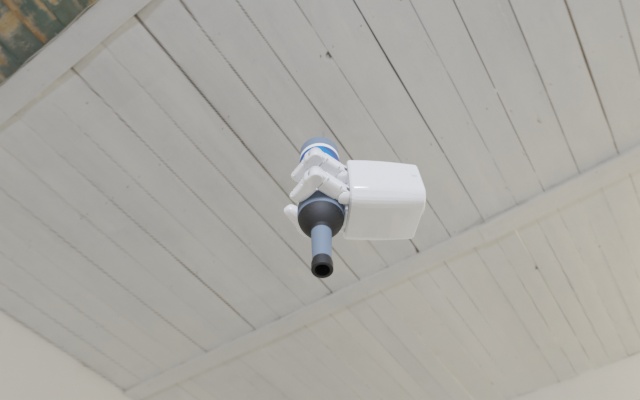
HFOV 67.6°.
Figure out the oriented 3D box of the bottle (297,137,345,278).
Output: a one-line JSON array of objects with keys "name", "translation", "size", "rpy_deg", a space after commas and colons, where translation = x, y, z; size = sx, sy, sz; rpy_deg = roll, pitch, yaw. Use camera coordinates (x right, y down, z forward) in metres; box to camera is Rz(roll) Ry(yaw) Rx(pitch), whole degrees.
[{"name": "bottle", "translation": [0.000, 0.002, 0.700], "size": [0.069, 0.069, 0.295], "rpy_deg": [0, 34, -1]}]
